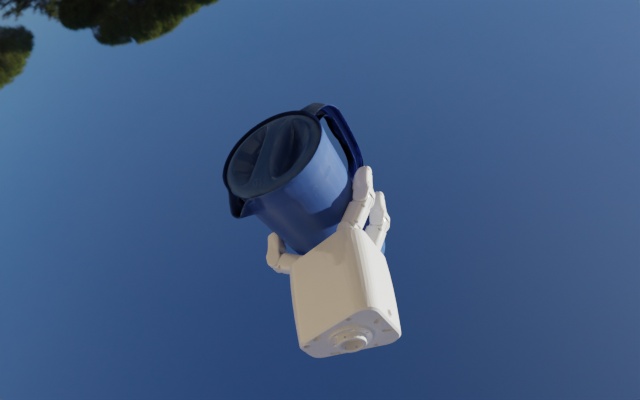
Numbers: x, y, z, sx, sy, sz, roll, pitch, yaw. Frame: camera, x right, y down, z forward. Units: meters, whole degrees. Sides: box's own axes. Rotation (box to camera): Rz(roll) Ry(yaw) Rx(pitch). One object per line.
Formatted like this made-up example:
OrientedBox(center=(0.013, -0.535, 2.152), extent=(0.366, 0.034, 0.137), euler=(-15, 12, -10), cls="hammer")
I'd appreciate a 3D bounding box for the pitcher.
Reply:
OrientedBox(center=(0.000, 0.002, 0.629), extent=(0.149, 0.145, 0.243), euler=(-24, -46, 15), cls="pitcher")
